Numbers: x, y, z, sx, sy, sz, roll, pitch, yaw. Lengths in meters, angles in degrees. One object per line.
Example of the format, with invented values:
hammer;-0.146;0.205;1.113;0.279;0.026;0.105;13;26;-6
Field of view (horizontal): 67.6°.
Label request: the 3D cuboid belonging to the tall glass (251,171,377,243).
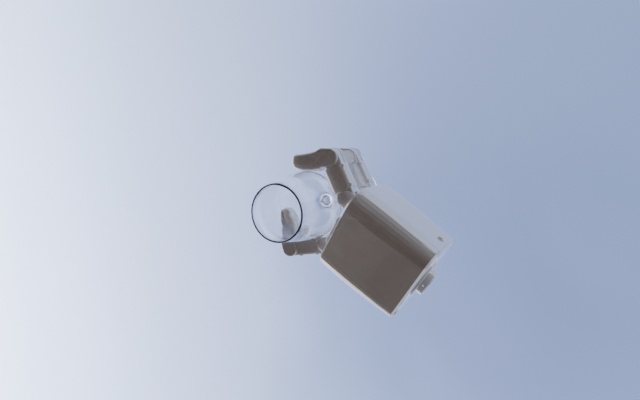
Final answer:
tall glass;0.000;0.002;0.570;0.079;0.079;0.201;0;6;28
